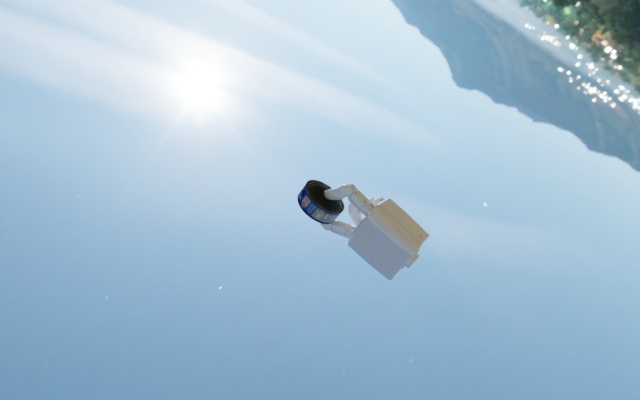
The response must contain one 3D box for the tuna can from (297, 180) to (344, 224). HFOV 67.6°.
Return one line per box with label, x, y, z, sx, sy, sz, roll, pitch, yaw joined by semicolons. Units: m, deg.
tuna can;0.000;0.003;0.888;0.086;0.086;0.034;0;-43;-48
